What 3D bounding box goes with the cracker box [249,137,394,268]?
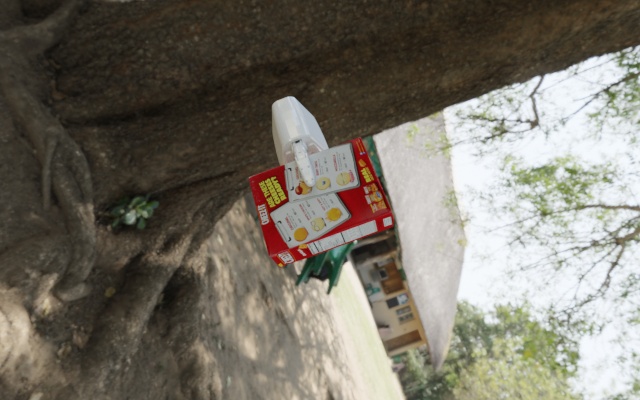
[{"bbox_3d":[0.000,0.003,0.833,0.214,0.164,0.072,-20,-30,3],"label":"cracker box"}]
